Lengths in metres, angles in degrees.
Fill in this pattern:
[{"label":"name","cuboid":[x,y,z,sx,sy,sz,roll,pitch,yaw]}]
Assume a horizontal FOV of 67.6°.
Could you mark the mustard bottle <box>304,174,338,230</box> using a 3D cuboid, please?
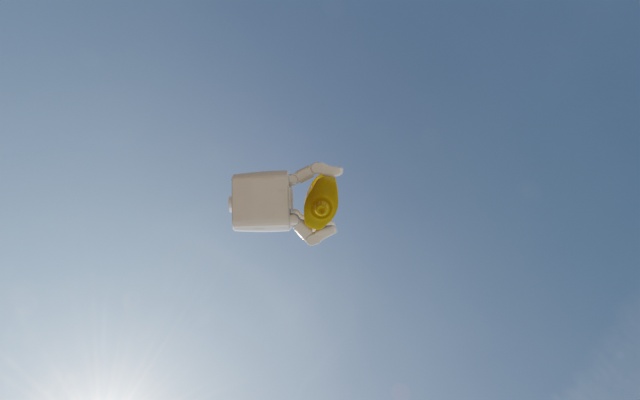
[{"label":"mustard bottle","cuboid":[0.000,0.003,0.879,0.058,0.096,0.191,21,7,-3]}]
